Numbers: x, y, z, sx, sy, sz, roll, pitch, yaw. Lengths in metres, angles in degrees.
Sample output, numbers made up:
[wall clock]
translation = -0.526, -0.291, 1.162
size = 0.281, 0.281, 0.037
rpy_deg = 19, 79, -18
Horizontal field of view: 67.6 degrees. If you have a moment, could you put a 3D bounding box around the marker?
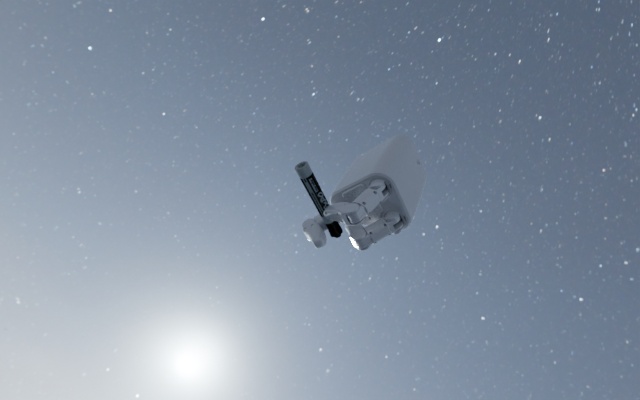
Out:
[marker]
translation = 0.000, 0.002, 0.634
size = 0.020, 0.121, 0.020
rpy_deg = -21, 29, 12
